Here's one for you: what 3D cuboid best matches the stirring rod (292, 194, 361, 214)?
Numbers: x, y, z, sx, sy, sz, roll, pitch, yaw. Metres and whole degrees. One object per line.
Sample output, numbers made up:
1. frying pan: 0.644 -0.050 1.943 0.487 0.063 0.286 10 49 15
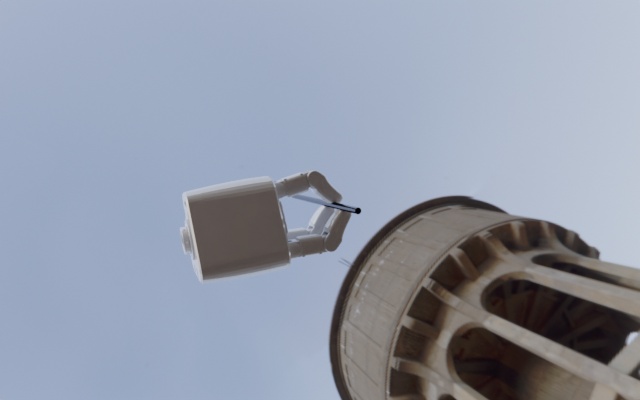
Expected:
1. stirring rod: 0.000 0.002 0.659 0.011 0.011 0.239 0 5 -21
